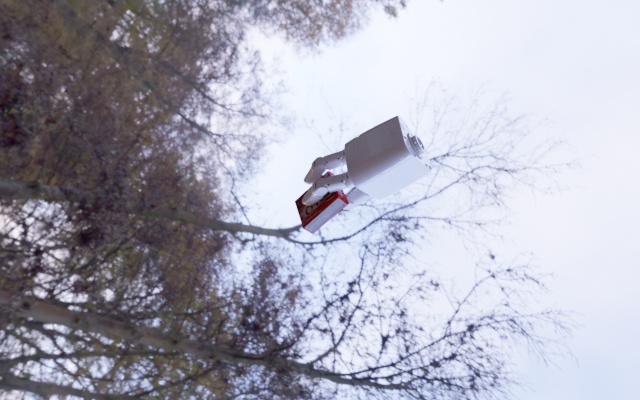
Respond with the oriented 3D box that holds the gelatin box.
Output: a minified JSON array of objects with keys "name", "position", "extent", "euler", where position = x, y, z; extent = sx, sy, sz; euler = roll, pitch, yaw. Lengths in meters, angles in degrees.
[{"name":"gelatin box","position":[0.000,0.003,0.830],"extent":[0.089,0.073,0.030],"euler":[-42,-50,19]}]
